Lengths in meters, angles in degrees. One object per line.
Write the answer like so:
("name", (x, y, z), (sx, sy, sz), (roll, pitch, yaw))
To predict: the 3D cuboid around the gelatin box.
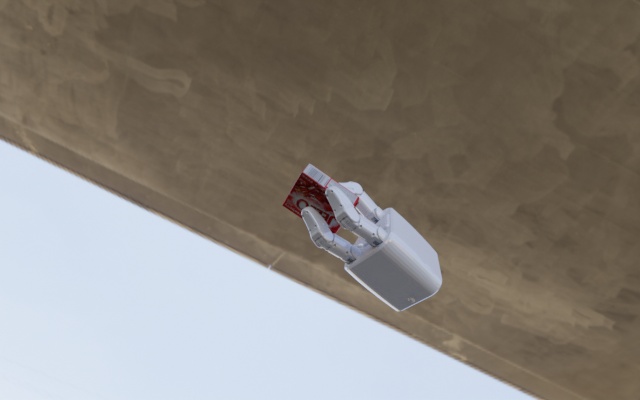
("gelatin box", (0.000, 0.002, 0.677), (0.089, 0.073, 0.030), (35, 40, 1))
